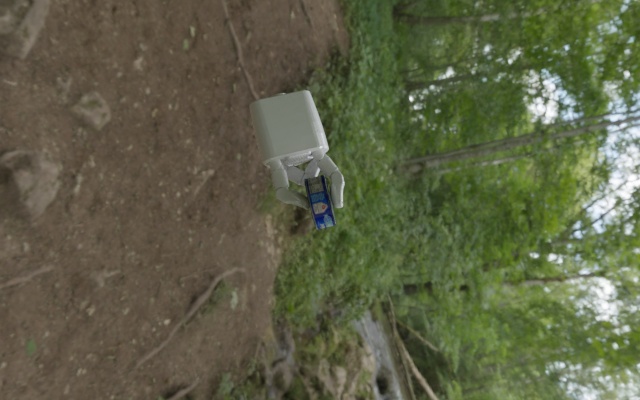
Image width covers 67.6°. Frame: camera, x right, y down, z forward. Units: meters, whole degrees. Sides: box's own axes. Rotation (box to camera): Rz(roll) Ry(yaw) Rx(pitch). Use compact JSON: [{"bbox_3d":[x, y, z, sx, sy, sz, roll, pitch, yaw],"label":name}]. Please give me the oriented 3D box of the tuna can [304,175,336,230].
[{"bbox_3d":[0.001,0.002,0.774,0.034,0.086,0.086,-13,-1,3],"label":"tuna can"}]
